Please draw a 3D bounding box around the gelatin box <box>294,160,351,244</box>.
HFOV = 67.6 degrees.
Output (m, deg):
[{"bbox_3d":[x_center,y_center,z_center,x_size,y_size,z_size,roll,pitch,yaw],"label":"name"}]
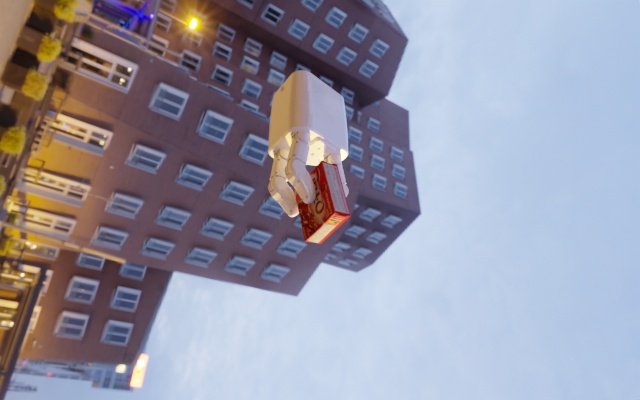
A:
[{"bbox_3d":[0.001,0.002,0.648,0.030,0.089,0.073,12,-41,-34],"label":"gelatin box"}]
